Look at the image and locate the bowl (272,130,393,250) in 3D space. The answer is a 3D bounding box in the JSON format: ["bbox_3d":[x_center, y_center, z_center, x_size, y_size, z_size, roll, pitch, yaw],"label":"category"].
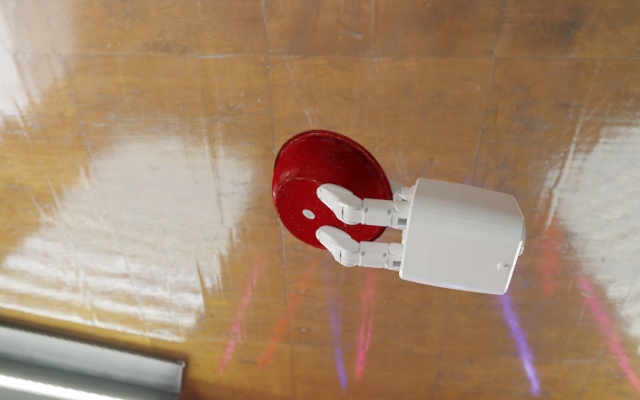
[{"bbox_3d":[-0.001,0.002,0.560,0.162,0.162,0.055,0,29,32],"label":"bowl"}]
